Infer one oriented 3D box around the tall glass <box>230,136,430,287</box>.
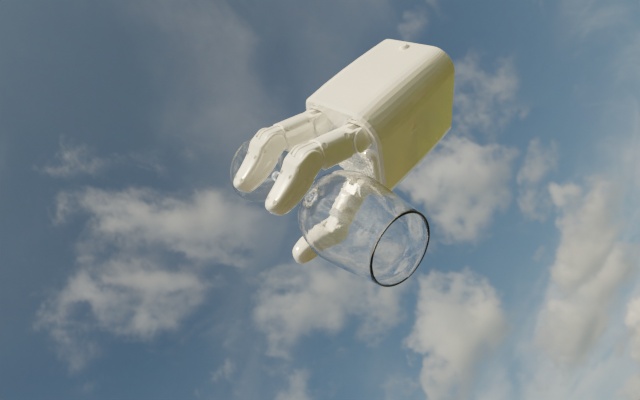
[{"bbox_3d":[0.000,0.001,0.421,0.079,0.079,0.201,0,21,-40],"label":"tall glass"}]
